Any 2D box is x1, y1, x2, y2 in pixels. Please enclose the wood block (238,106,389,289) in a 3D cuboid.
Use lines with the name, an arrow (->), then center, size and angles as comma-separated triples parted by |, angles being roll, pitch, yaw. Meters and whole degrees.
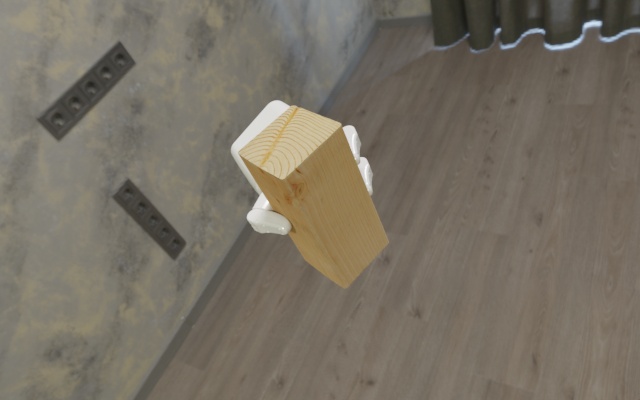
wood block -> 0.000, 0.002, 0.578 | 0.090, 0.091, 0.206 | 30, -23, 42
